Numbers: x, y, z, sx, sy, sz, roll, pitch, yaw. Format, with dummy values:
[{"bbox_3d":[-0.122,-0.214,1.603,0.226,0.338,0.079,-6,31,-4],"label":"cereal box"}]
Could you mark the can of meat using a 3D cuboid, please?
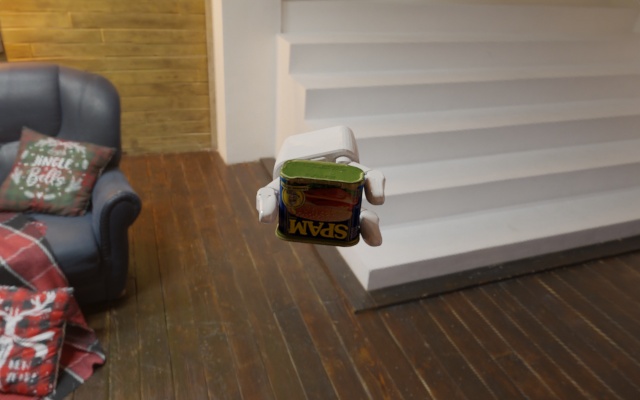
[{"bbox_3d":[0.000,0.002,0.562,0.102,0.084,0.057,6,28,3],"label":"can of meat"}]
